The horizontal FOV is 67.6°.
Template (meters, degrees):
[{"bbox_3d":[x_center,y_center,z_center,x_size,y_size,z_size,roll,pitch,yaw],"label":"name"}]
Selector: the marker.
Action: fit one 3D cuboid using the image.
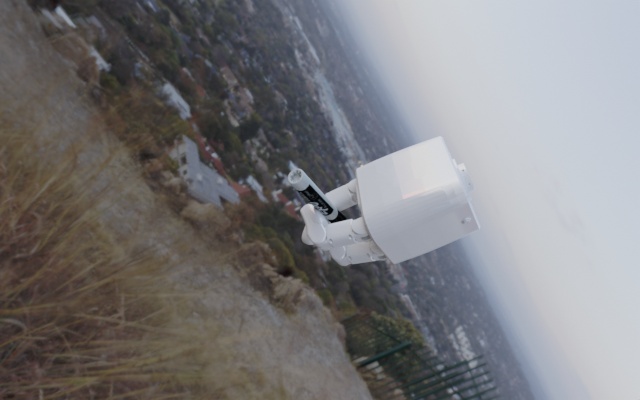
[{"bbox_3d":[0.000,0.002,0.537,0.020,0.020,0.121,0,-26,28],"label":"marker"}]
